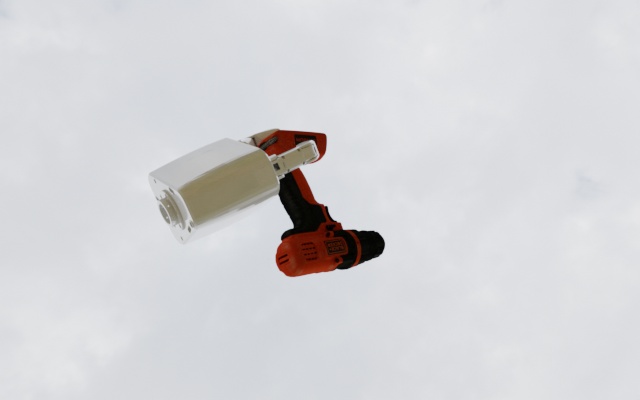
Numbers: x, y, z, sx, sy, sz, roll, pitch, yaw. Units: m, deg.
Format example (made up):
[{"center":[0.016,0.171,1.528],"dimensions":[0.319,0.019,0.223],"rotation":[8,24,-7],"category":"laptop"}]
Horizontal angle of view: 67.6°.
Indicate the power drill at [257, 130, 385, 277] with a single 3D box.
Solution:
[{"center":[0.000,0.002,0.626],"dimensions":[0.184,0.187,0.057],"rotation":[-3,-23,-48],"category":"power drill"}]
